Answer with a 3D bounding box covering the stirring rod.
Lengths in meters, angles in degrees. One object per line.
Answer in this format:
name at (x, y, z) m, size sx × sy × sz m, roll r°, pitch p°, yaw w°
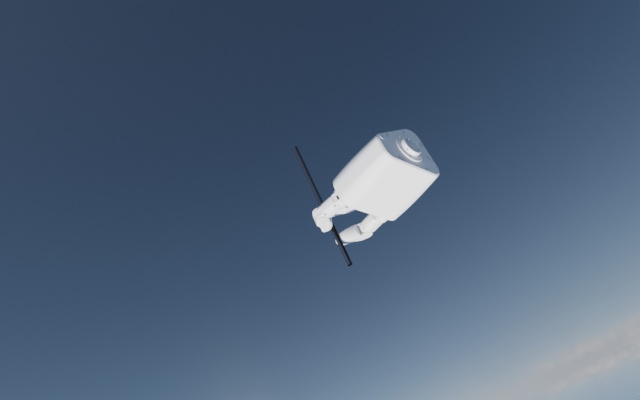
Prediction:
stirring rod at (0.000, 0.002, 0.785) m, size 0.011 × 0.239 × 0.011 m, roll -19°, pitch -29°, yaw -11°
